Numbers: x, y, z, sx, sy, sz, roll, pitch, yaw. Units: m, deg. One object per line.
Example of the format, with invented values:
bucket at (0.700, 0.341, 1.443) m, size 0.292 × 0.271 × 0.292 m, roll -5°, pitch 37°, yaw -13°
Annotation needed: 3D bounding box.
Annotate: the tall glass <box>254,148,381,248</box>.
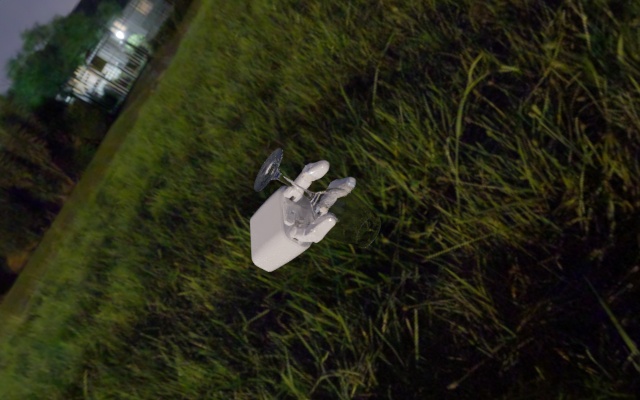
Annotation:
tall glass at (0.000, 0.002, 0.743) m, size 0.201 × 0.079 × 0.079 m, roll 32°, pitch -13°, yaw -22°
